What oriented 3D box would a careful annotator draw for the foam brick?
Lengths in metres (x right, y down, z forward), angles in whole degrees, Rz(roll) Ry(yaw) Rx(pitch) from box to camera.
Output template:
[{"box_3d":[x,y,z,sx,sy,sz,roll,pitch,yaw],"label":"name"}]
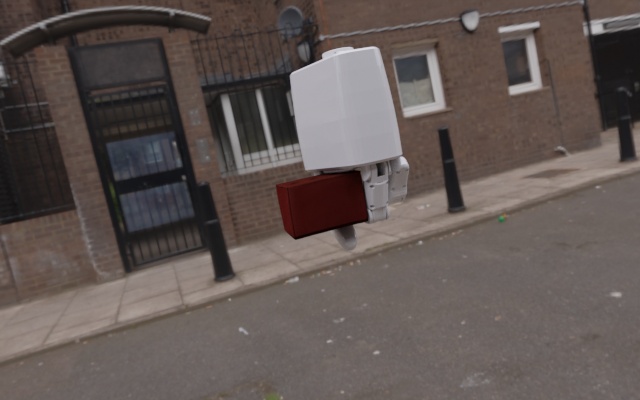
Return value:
[{"box_3d":[0.000,0.002,0.480,0.078,0.051,0.053,-14,10,-16],"label":"foam brick"}]
